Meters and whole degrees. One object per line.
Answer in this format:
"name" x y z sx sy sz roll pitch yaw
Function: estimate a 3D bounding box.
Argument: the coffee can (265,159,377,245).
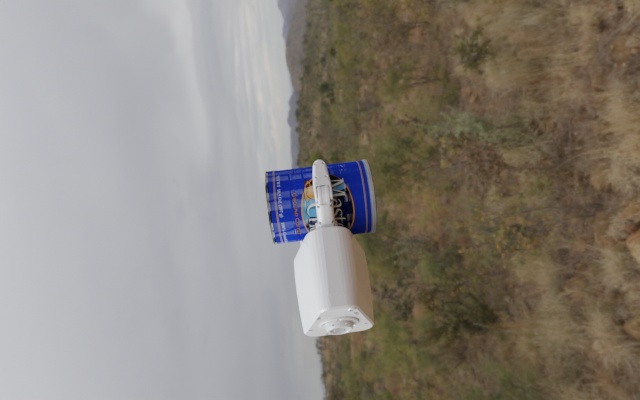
"coffee can" 0.000 0.002 0.661 0.140 0.103 0.103 -7 0 -1
